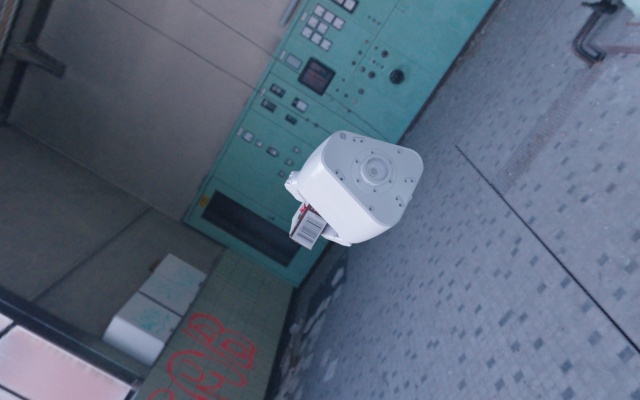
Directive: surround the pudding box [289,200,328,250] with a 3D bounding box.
[{"bbox_3d":[0.000,0.002,0.667,0.039,0.113,0.090,32,10,-7],"label":"pudding box"}]
